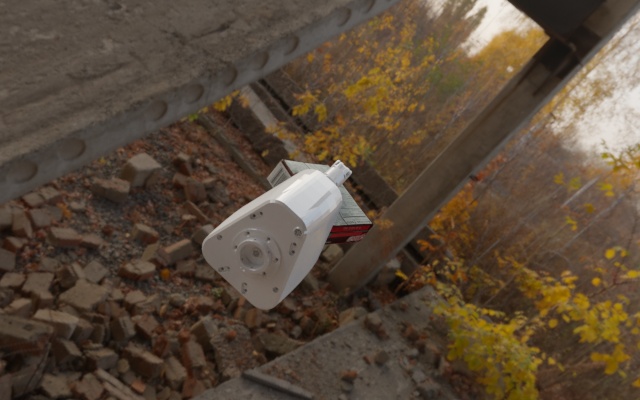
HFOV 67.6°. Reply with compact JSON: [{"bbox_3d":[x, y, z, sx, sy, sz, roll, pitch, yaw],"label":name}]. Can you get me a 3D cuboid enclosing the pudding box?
[{"bbox_3d":[0.000,0.002,0.584,0.090,0.113,0.039,3,-44,-50],"label":"pudding box"}]
